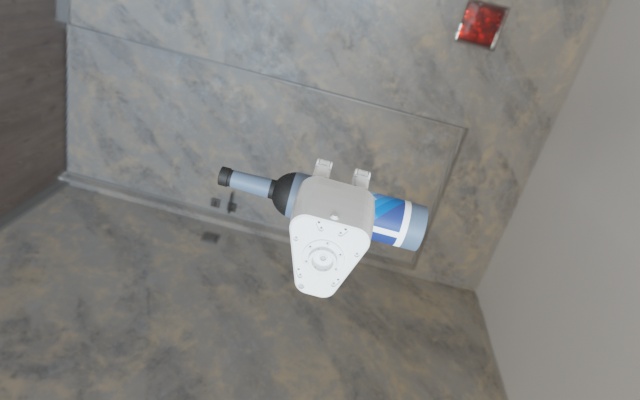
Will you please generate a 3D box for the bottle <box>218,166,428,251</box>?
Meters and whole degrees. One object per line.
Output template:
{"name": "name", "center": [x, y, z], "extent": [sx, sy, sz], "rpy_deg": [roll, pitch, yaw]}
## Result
{"name": "bottle", "center": [0.000, 0.002, 0.678], "extent": [0.296, 0.069, 0.069], "rpy_deg": [15, 0, 0]}
